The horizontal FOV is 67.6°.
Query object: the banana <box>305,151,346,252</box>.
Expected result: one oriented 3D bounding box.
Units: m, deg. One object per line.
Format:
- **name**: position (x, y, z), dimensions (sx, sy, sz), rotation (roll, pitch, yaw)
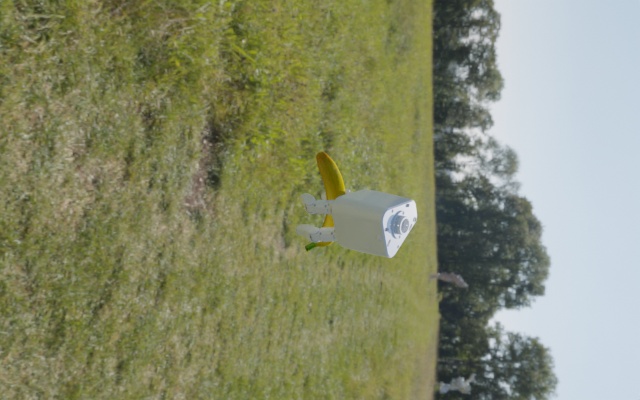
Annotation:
- **banana**: position (0.017, 0.006, 0.907), dimensions (0.069, 0.198, 0.037), rotation (0, 15, -25)
